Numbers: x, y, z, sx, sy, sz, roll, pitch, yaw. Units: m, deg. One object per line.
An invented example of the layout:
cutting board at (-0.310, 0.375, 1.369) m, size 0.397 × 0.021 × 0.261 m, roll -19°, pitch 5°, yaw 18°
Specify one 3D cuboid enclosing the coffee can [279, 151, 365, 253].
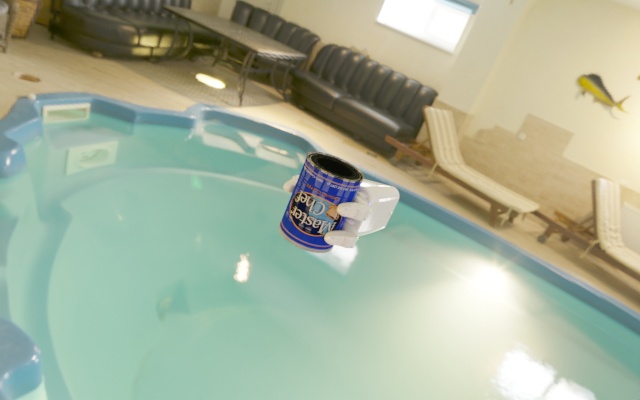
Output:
coffee can at (0.000, 0.003, 0.807) m, size 0.103 × 0.140 × 0.102 m, roll 20°, pitch 22°, yaw -8°
